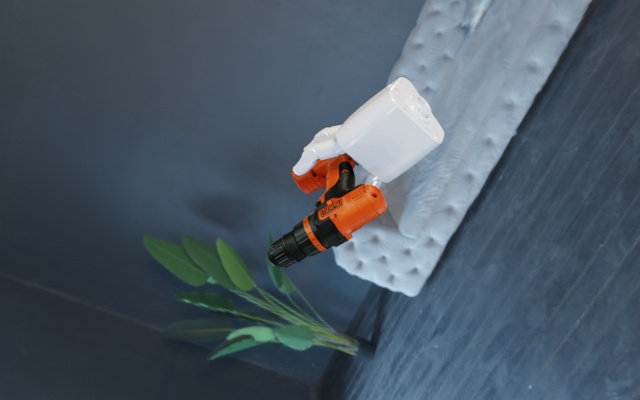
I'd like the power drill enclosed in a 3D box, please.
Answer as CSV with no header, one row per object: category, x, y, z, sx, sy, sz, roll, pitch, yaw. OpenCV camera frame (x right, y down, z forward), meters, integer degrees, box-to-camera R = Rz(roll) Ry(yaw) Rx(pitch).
power drill,0.000,0.002,0.713,0.184,0.057,0.187,-30,33,13
